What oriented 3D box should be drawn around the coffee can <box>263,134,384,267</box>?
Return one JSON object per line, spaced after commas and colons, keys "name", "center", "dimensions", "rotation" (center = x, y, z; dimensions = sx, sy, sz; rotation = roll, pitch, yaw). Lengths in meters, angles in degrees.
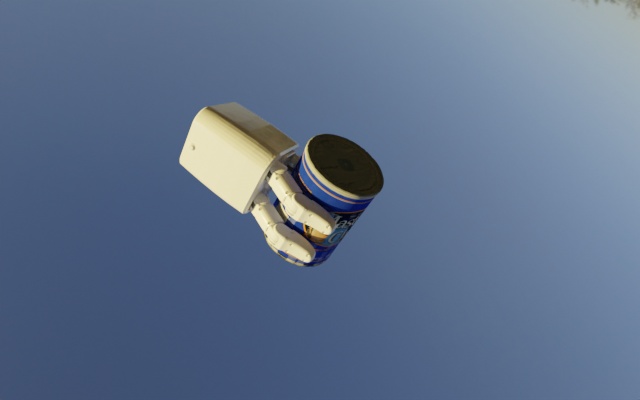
{"name": "coffee can", "center": [0.000, 0.002, 0.602], "dimensions": [0.103, 0.102, 0.140], "rotation": [0, -41, -35]}
